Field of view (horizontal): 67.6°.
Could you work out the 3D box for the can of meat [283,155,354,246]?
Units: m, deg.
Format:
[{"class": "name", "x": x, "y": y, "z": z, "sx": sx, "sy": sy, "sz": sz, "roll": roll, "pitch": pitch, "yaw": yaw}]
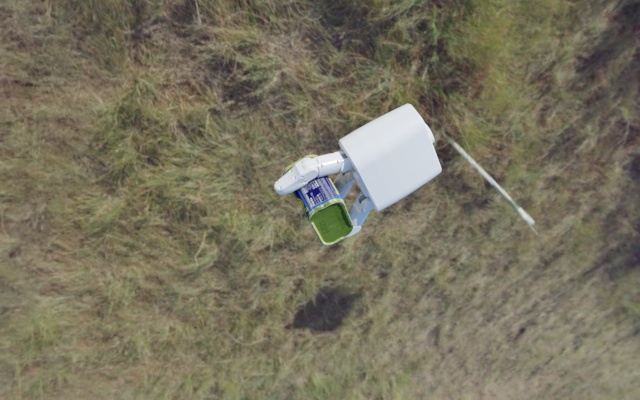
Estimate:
[{"class": "can of meat", "x": 0.000, "y": 0.002, "z": 0.651, "sx": 0.057, "sy": 0.084, "sz": 0.102, "roll": -29, "pitch": -34, "yaw": -1}]
